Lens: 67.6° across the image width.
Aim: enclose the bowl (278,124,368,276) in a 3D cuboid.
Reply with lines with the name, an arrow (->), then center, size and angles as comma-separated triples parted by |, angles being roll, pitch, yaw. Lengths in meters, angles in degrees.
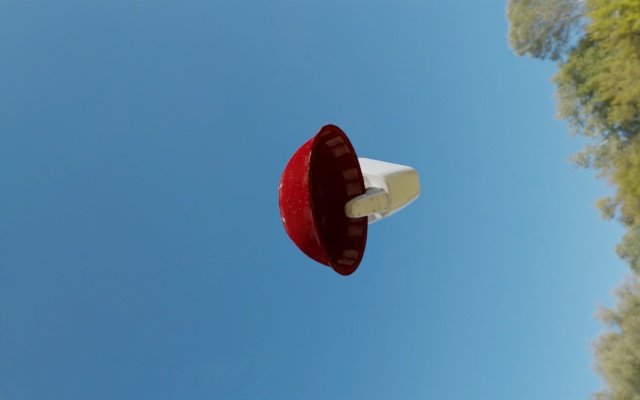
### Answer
bowl -> -0.001, 0.002, 0.517 | 0.055, 0.162, 0.162 | -7, -3, 24
